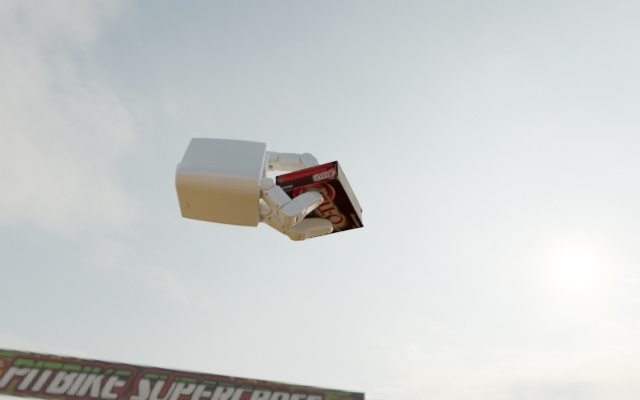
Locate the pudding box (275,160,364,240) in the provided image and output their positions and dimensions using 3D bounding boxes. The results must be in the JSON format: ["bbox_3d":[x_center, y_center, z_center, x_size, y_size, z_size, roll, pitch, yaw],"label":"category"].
[{"bbox_3d":[0.000,0.002,0.648,0.090,0.039,0.114,-13,-39,18],"label":"pudding box"}]
